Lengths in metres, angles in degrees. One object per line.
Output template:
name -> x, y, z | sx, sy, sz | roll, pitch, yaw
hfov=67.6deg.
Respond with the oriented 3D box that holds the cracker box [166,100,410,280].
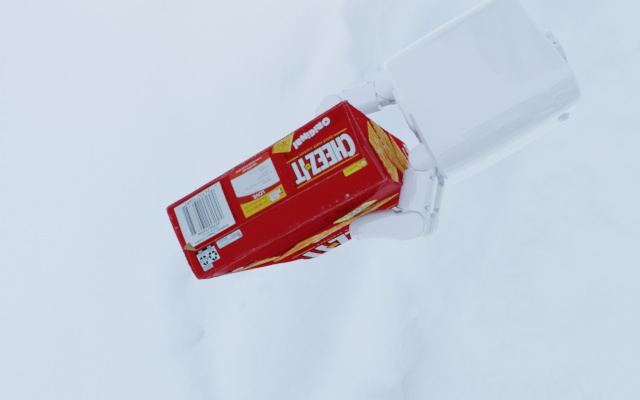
cracker box -> 0.000, 0.001, 0.428 | 0.164, 0.072, 0.214 | -29, -12, 17
